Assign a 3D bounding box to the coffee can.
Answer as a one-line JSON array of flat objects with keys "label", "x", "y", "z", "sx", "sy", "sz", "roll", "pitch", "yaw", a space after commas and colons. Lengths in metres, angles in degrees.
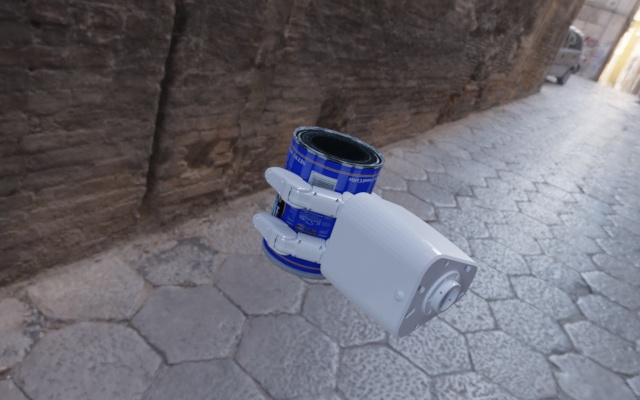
[{"label": "coffee can", "x": 0.000, "y": 0.002, "z": 0.536, "sx": 0.103, "sy": 0.140, "sz": 0.102, "roll": 15, "pitch": 23, "yaw": -7}]
